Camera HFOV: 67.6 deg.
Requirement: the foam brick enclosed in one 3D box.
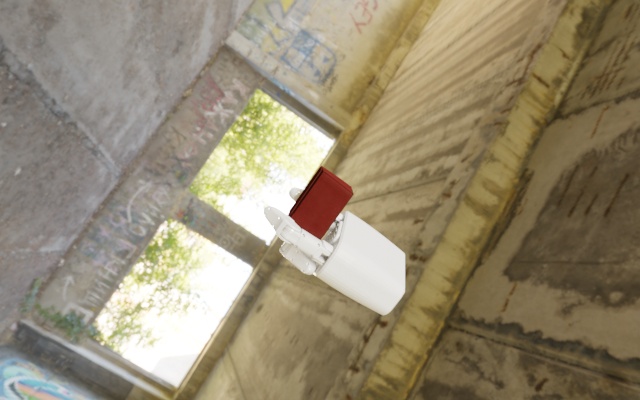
[{"bbox_3d":[0.000,0.002,0.620,0.051,0.078,0.053,34,10,-7],"label":"foam brick"}]
